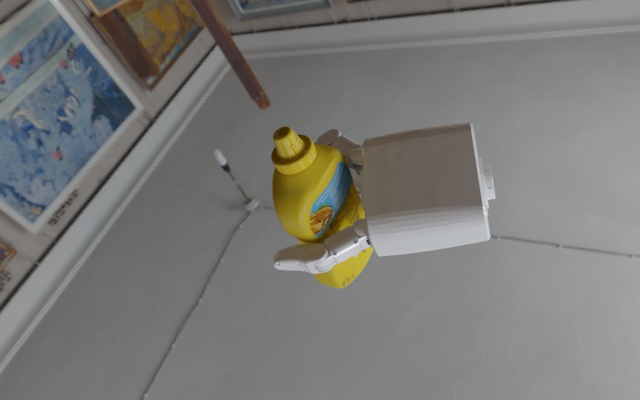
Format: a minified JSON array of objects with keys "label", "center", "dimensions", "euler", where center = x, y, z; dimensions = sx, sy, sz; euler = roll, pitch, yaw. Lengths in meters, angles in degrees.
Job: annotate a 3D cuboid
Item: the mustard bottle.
[{"label":"mustard bottle","center":[0.000,0.002,0.483],"dimensions":[0.058,0.096,0.192],"euler":[12,-33,34]}]
